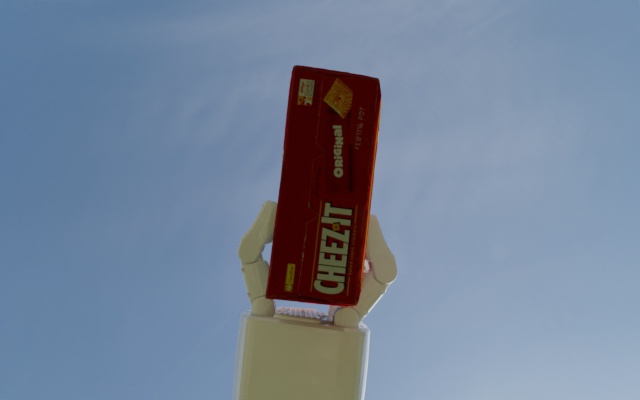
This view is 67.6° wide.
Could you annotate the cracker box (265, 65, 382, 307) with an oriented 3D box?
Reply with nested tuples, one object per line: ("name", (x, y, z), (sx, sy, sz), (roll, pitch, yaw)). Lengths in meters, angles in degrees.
("cracker box", (0.000, 0.001, 0.428), (0.072, 0.164, 0.214), (6, -7, -2))
